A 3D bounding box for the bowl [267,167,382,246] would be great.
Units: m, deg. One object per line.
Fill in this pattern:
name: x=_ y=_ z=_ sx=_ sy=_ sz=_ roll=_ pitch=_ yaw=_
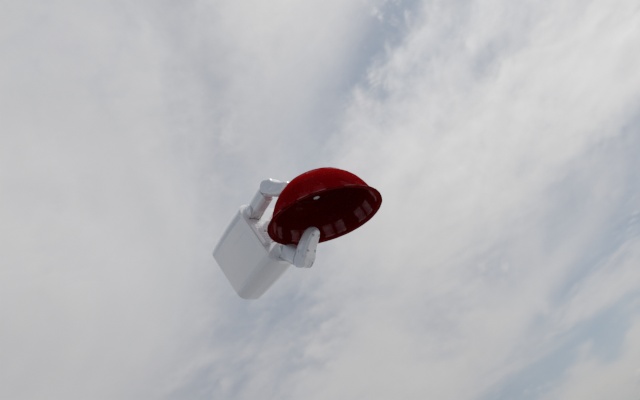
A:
bowl: x=0.001 y=0.001 z=0.656 sx=0.162 sy=0.055 sz=0.162 roll=-14 pitch=-27 yaw=-7
